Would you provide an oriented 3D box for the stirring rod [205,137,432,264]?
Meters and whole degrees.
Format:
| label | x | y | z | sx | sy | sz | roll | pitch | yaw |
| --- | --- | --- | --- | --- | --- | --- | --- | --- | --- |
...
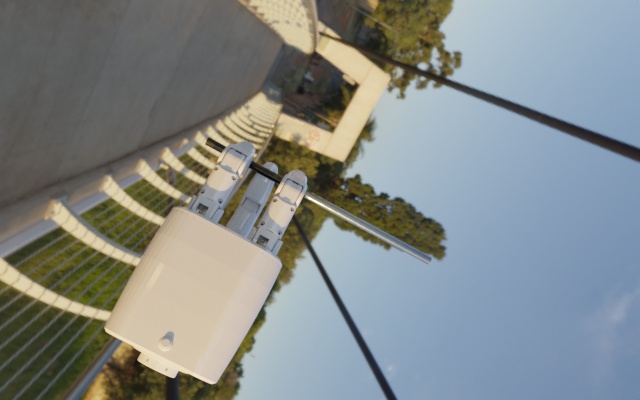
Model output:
| label | x | y | z | sx | sy | sz | roll | pitch | yaw |
| --- | --- | --- | --- | --- | --- | --- | --- | --- | --- |
| stirring rod | 0.000 | 0.002 | 0.453 | 0.239 | 0.011 | 0.011 | 28 | -2 | -4 |
